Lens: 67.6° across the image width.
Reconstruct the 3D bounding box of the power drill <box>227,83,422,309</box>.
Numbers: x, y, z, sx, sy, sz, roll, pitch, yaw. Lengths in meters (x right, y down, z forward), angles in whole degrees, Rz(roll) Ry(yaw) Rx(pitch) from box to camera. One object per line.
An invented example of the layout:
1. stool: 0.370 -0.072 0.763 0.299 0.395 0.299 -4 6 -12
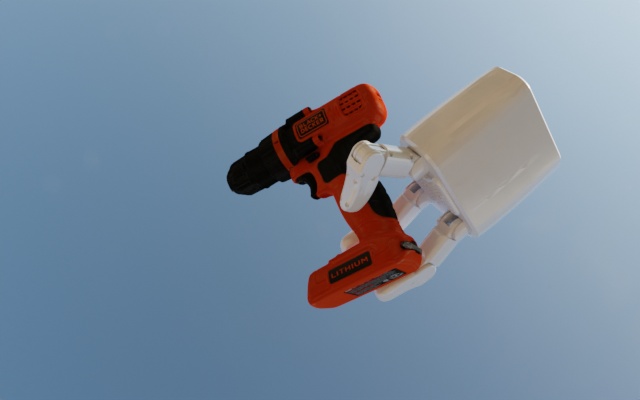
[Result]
1. power drill: 0.000 0.002 0.454 0.184 0.187 0.057 -29 -24 21
